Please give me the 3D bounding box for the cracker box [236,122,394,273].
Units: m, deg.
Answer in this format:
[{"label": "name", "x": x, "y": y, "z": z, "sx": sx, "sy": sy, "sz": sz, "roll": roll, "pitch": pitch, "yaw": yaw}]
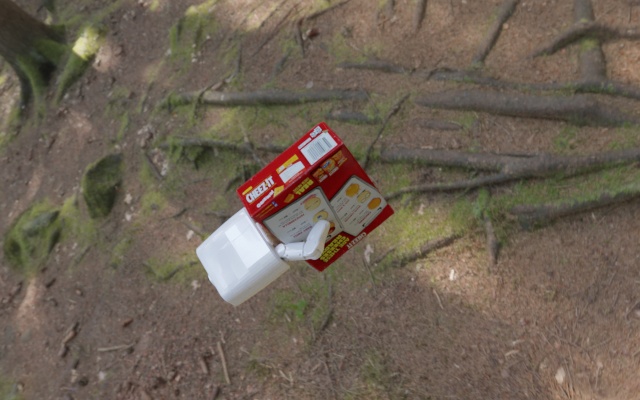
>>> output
[{"label": "cracker box", "x": 0.000, "y": 0.002, "z": 0.740, "sx": 0.164, "sy": 0.072, "sz": 0.214, "roll": -39, "pitch": -40, "yaw": 4}]
